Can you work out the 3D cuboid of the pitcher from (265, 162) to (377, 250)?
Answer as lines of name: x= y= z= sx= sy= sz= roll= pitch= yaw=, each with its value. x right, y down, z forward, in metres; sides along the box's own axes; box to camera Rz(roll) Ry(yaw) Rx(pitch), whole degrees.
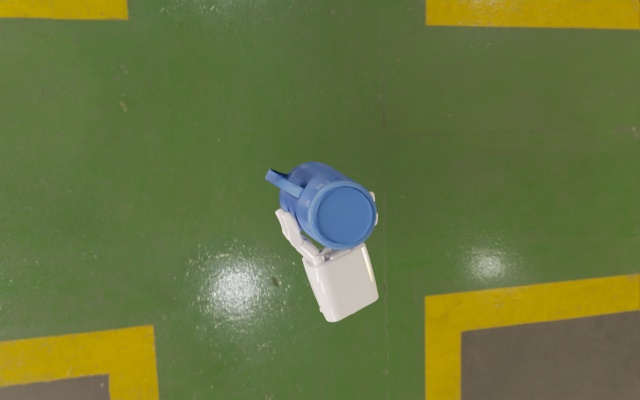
pitcher: x=0.000 y=0.003 z=0.821 sx=0.149 sy=0.145 sz=0.243 roll=-18 pitch=11 yaw=-9
